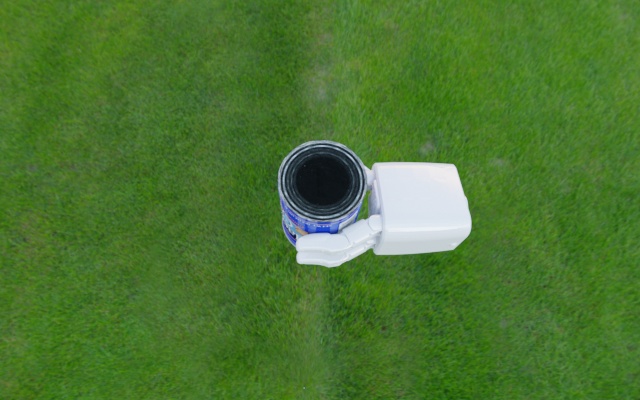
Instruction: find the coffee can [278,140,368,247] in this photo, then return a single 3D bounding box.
[{"bbox_3d":[0.000,0.002,0.605,0.103,0.102,0.140,0,-21,-2],"label":"coffee can"}]
